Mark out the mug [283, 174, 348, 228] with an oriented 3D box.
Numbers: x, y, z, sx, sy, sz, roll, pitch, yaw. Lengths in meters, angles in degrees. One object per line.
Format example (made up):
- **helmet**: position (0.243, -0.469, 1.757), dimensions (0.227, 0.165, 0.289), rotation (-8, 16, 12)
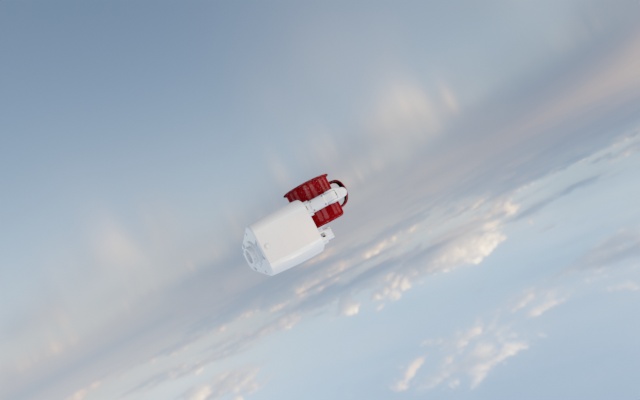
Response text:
- **mug**: position (0.001, 0.003, 0.889), dimensions (0.117, 0.081, 0.093), rotation (-26, -4, -26)
